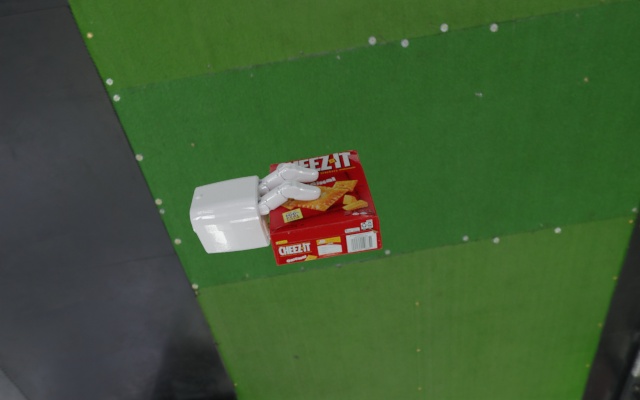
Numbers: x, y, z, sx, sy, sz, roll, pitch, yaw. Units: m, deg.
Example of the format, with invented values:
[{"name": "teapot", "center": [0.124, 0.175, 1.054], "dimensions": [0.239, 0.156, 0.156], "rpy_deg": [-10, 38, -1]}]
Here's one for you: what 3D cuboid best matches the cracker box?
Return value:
[{"name": "cracker box", "center": [0.000, 0.003, 0.790], "dimensions": [0.164, 0.072, 0.213], "rpy_deg": [-9, 34, 0]}]
